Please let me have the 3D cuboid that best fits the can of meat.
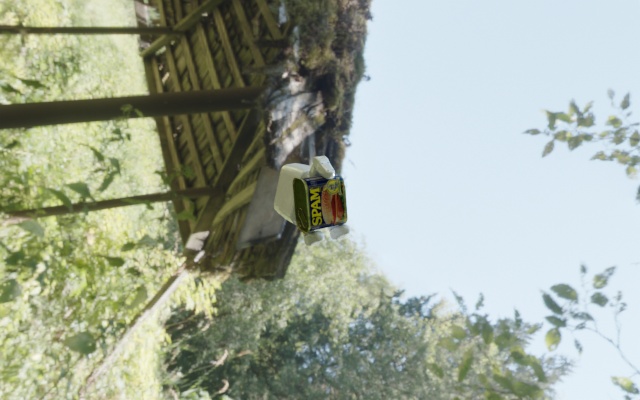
[{"bbox_3d":[0.000,0.003,0.884,0.084,0.102,0.057,-10,14,-25],"label":"can of meat"}]
